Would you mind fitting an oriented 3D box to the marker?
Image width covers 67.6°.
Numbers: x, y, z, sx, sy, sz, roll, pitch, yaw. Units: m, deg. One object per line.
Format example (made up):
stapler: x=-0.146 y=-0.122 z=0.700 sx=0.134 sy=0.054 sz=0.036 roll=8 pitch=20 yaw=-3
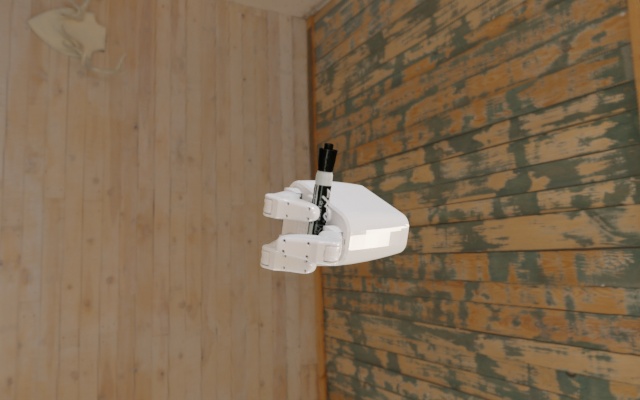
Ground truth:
marker: x=0.000 y=0.002 z=0.490 sx=0.020 sy=0.121 sz=0.020 roll=8 pitch=10 yaw=-1
